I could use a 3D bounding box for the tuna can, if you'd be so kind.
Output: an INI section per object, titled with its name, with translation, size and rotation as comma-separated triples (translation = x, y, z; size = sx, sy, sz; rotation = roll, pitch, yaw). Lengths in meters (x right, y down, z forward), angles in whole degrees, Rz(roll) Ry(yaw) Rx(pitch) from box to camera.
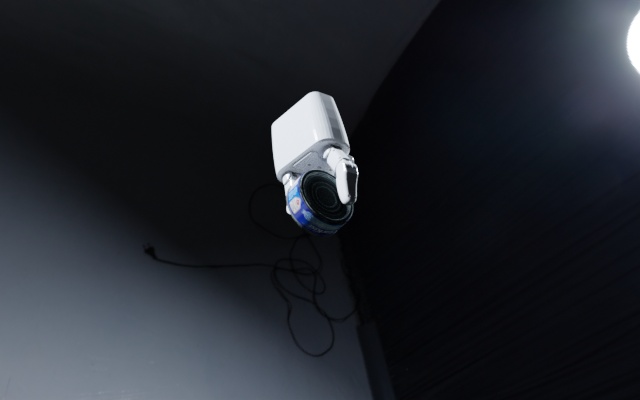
[tuna can]
translation = 0.000, 0.002, 0.622
size = 0.086, 0.086, 0.034
rotation = 0, -32, -41
